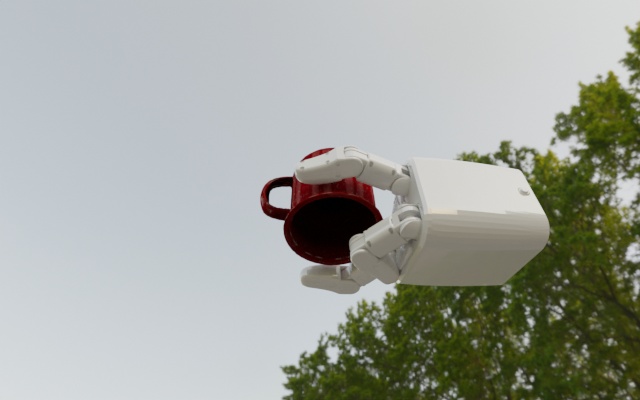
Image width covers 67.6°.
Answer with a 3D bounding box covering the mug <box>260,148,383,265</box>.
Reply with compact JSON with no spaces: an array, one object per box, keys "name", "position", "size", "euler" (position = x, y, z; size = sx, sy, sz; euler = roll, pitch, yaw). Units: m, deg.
[{"name":"mug","position":[-0.001,0.001,0.466],"size":[0.117,0.093,0.081],"euler":[5,41,-5]}]
